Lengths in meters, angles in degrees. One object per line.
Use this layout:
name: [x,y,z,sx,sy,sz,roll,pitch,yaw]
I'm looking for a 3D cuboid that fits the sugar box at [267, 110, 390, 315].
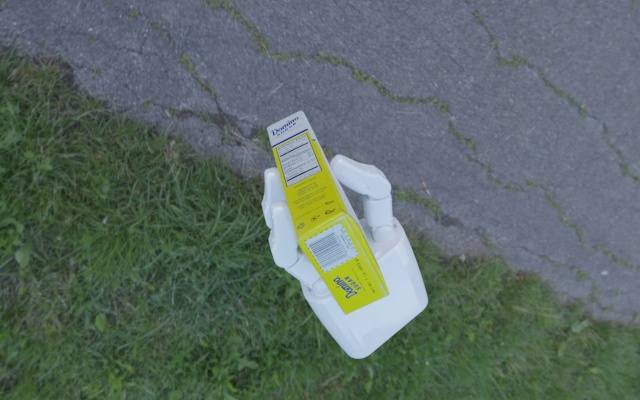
sugar box: [0.000,0.002,0.413,0.048,0.093,0.176,-27,35,2]
